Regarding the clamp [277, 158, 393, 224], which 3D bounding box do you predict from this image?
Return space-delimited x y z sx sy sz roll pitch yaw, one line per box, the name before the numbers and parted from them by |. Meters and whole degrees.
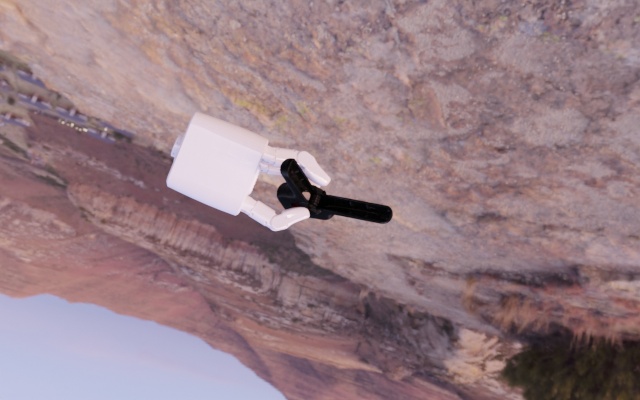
clamp | -0.001 0.003 0.694 0.164 0.036 0.210 25 -15 -11
